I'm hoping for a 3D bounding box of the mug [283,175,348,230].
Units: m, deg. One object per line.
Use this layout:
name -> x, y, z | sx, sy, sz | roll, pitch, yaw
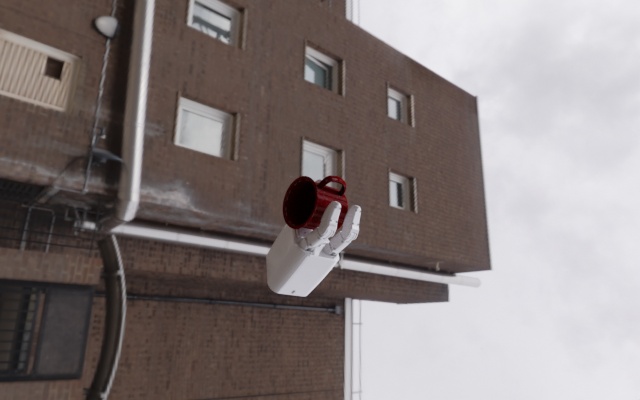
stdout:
mug -> 0.001, 0.002, 0.832 | 0.081, 0.117, 0.093 | 16, 32, -40
